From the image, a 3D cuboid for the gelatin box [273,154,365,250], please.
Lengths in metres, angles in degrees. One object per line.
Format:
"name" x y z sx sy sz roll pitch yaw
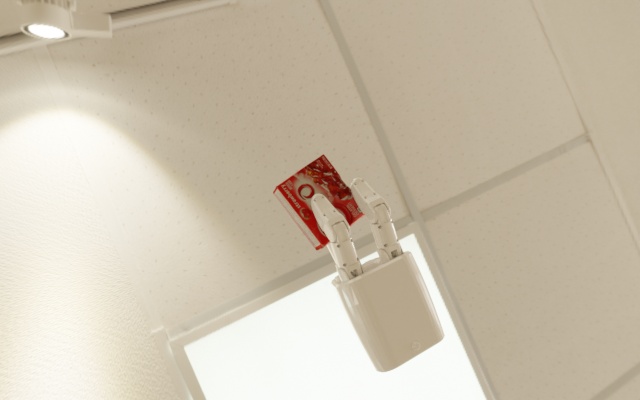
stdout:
"gelatin box" 0.000 0.002 0.562 0.073 0.089 0.030 -36 -3 -22
